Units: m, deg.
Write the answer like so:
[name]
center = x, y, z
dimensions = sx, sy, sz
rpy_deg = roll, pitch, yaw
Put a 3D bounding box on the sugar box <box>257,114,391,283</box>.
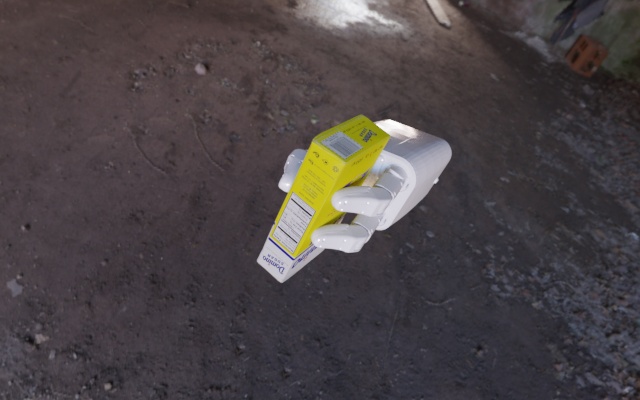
[sugar box]
center = 0.001, 0.002, 0.500
dimensions = 0.048, 0.176, 0.093
rpy_deg = 38, 40, 16
